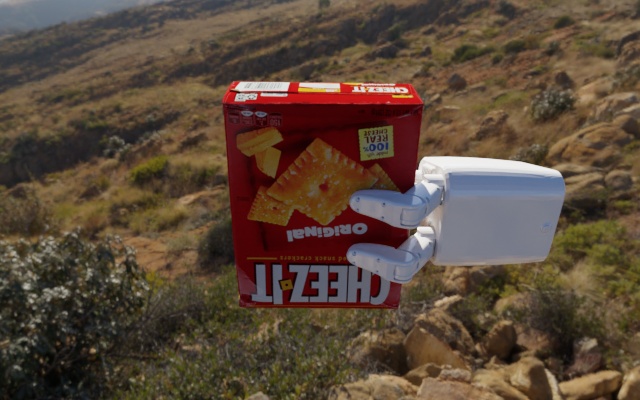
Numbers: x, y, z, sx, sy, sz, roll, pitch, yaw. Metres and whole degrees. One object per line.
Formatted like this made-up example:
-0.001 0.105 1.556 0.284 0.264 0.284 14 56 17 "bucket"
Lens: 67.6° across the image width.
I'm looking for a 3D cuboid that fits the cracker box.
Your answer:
0.000 0.001 0.450 0.164 0.214 0.072 1 28 0 "cracker box"
